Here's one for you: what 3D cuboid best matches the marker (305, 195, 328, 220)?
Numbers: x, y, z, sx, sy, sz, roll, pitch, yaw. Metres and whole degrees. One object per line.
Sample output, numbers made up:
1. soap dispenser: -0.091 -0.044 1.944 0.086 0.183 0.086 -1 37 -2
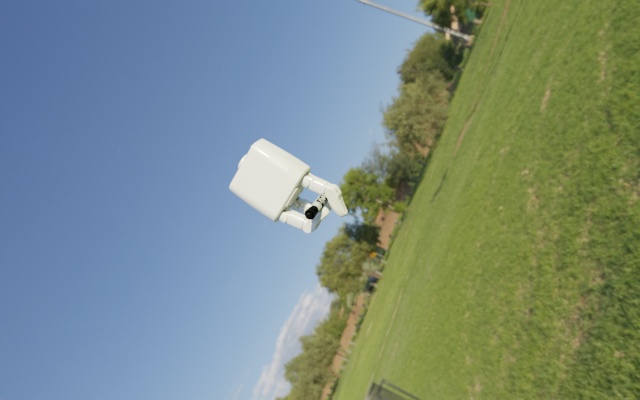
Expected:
1. marker: 0.000 0.003 0.827 0.020 0.020 0.121 0 22 21
